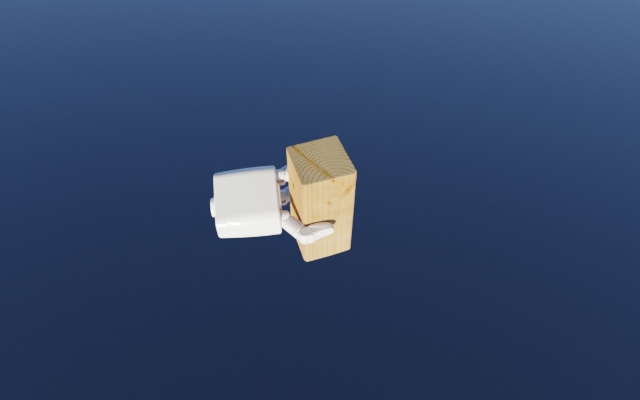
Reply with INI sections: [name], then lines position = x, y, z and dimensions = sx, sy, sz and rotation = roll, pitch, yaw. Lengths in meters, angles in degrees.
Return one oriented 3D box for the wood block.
[wood block]
position = 0.000, 0.003, 0.820
dimensions = 0.090, 0.090, 0.206
rotation = -15, -39, -12
